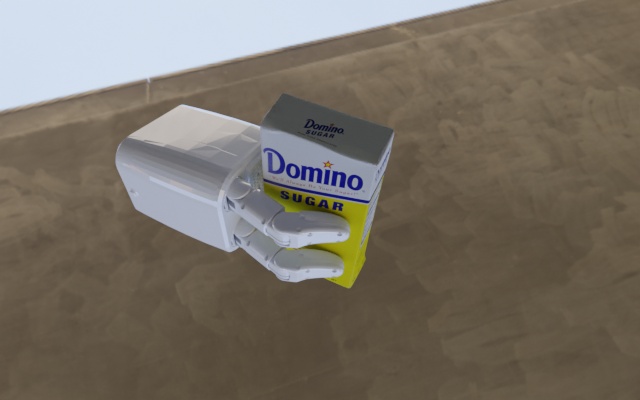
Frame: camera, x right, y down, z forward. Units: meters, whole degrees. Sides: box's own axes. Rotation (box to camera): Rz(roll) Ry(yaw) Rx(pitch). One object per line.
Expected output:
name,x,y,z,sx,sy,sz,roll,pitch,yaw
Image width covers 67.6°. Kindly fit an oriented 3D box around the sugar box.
sugar box,0.000,0.002,0.407,0.093,0.048,0.176,20,-35,13
